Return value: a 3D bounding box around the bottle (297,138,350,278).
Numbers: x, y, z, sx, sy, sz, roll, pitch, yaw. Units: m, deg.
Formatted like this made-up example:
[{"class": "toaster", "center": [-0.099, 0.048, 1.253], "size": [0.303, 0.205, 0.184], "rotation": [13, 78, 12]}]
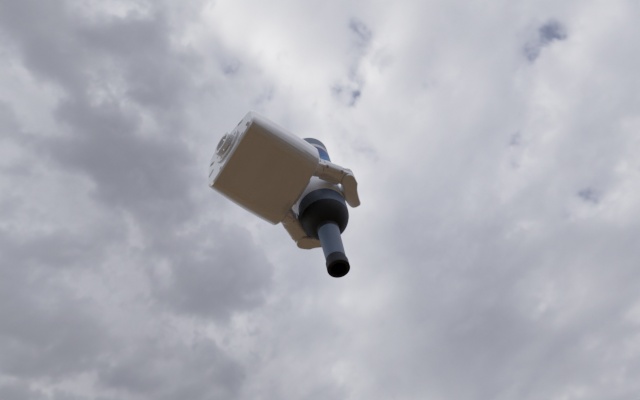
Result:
[{"class": "bottle", "center": [0.000, 0.002, 0.672], "size": [0.069, 0.069, 0.295], "rotation": [0, 32, -10]}]
